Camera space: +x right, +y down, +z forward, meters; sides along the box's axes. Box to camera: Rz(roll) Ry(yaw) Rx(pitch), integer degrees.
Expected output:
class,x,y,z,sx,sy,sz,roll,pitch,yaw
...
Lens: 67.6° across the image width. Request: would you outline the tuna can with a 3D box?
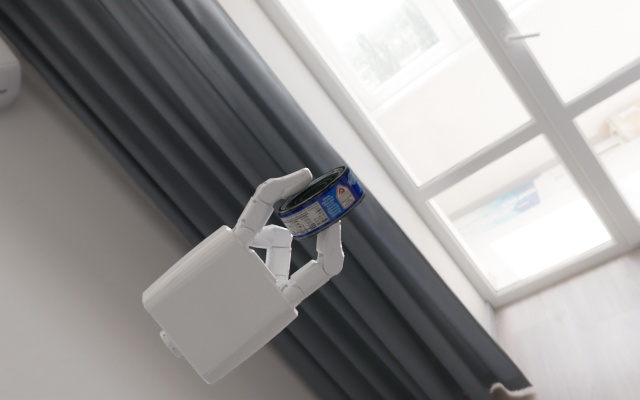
class,x,y,z,sx,sy,sz,roll,pitch,yaw
tuna can,0.000,0.001,0.477,0.086,0.034,0.086,-32,11,7
